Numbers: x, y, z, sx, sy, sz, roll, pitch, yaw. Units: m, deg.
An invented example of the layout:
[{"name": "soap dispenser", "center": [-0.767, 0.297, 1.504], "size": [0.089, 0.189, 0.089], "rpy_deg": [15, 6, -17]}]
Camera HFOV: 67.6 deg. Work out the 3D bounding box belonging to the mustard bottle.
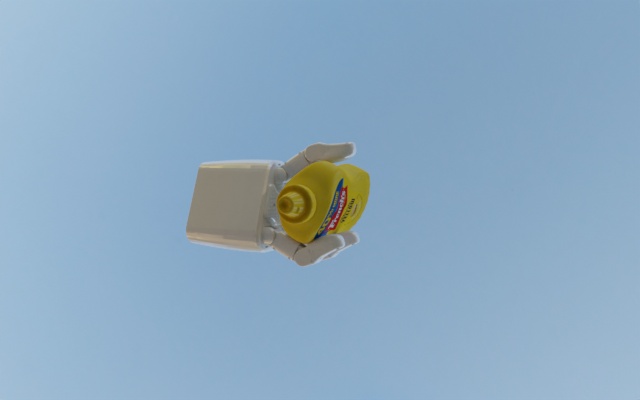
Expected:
[{"name": "mustard bottle", "center": [0.000, 0.002, 0.556], "size": [0.058, 0.096, 0.191], "rpy_deg": [29, 12, 19]}]
